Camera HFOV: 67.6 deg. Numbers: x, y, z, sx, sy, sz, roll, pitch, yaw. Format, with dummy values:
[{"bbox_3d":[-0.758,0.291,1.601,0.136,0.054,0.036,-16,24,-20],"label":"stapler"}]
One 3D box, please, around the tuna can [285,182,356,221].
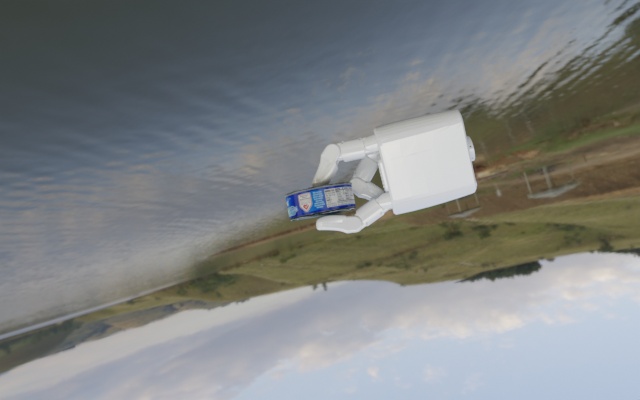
[{"bbox_3d":[0.000,0.003,0.599,0.086,0.034,0.086,-11,-4,-1],"label":"tuna can"}]
